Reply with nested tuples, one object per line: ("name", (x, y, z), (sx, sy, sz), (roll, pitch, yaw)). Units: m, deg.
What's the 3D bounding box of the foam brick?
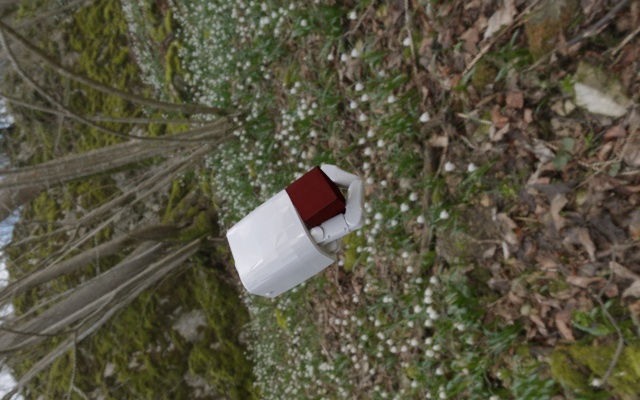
("foam brick", (0.000, 0.002, 0.598), (0.051, 0.053, 0.078), (-34, -24, 7))
